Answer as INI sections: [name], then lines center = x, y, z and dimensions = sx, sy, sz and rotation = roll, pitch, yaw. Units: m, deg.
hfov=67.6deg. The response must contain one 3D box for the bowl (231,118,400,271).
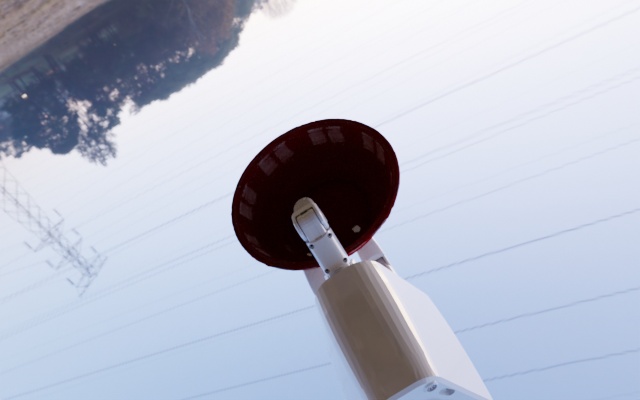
[bowl]
center = 0.000, 0.001, 0.449
dimensions = 0.162, 0.162, 0.055
rotation = 0, -31, 24
